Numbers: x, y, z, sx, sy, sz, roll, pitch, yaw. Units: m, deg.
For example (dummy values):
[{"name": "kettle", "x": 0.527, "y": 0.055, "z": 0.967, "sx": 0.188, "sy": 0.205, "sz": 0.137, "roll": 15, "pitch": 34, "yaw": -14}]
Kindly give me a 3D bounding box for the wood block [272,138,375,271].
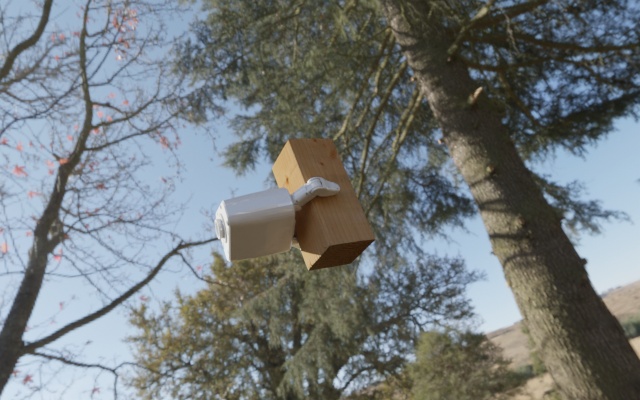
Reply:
[{"name": "wood block", "x": 0.000, "y": 0.002, "z": 0.812, "sx": 0.090, "sy": 0.206, "sz": 0.091, "roll": -5, "pitch": -30, "yaw": -32}]
